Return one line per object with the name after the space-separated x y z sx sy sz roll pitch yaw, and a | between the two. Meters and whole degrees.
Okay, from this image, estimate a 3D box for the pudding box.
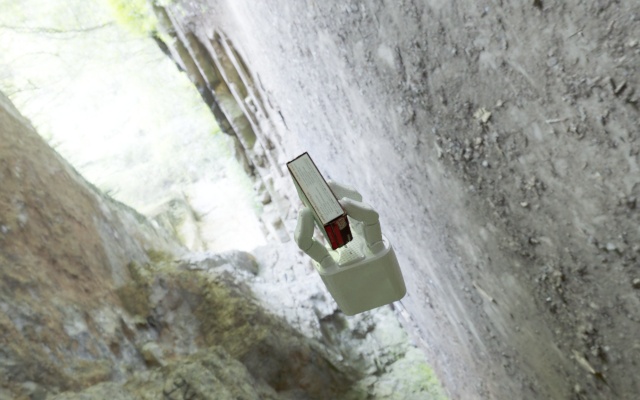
0.000 0.002 0.651 0.039 0.113 0.090 -30 -27 -7 | pudding box
